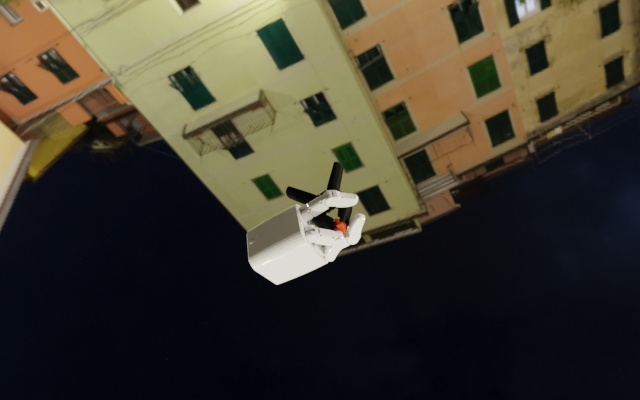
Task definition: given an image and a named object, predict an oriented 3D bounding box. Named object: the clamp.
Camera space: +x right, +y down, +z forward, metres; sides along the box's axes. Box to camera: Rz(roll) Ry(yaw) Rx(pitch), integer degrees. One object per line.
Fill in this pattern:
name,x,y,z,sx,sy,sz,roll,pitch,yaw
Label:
clamp,0.001,0.003,0.874,0.120,0.039,0.171,-27,39,10
